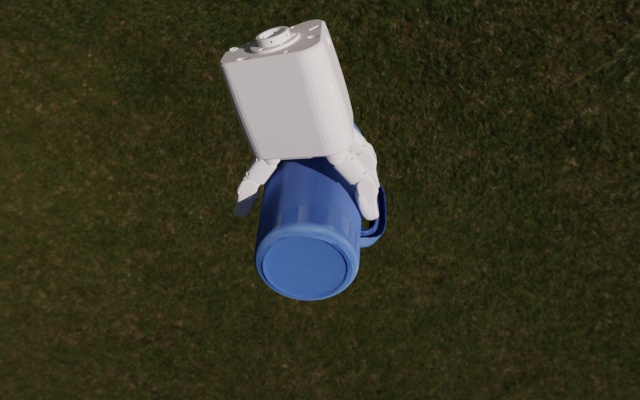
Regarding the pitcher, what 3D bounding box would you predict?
[{"bbox_3d":[0.000,0.002,0.578,0.149,0.145,0.242,-9,35,10],"label":"pitcher"}]
